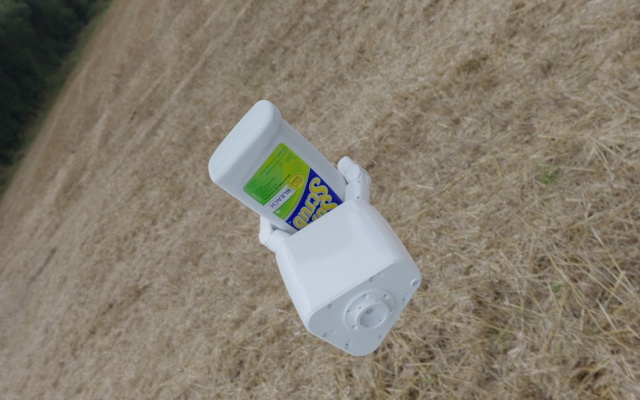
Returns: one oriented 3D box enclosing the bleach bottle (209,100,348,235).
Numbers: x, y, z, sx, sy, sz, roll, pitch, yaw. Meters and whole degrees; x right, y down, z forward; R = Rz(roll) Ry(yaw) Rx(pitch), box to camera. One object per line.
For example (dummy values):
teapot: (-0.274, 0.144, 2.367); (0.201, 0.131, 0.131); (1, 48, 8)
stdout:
bleach bottle: (0.000, 0.002, 0.550); (0.251, 0.102, 0.068); (37, 12, -32)
